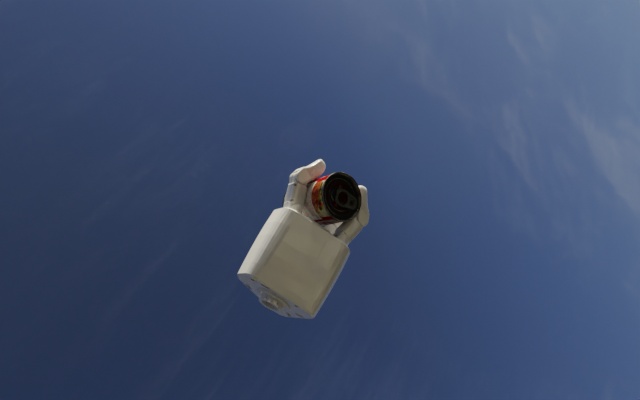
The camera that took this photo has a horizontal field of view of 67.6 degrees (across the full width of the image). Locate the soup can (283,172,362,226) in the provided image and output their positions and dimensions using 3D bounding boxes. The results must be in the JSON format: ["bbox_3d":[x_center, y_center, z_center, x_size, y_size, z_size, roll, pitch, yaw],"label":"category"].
[{"bbox_3d":[0.000,0.002,0.681,0.068,0.068,0.102,0,-8,-37],"label":"soup can"}]
